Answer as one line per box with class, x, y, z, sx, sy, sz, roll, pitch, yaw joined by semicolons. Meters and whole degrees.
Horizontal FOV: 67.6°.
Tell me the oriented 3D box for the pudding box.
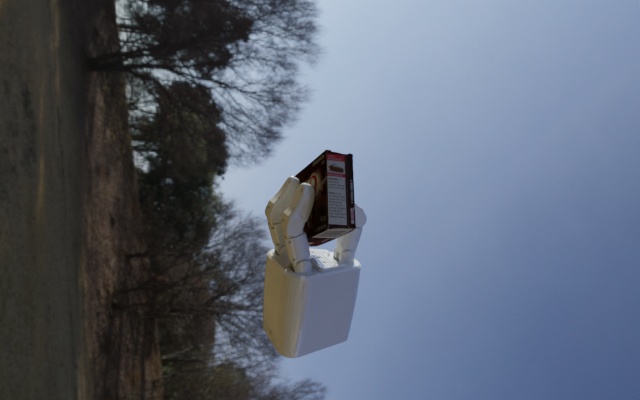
pudding box;0.000;0.002;0.560;0.039;0.090;0.113;5;-16;-25
